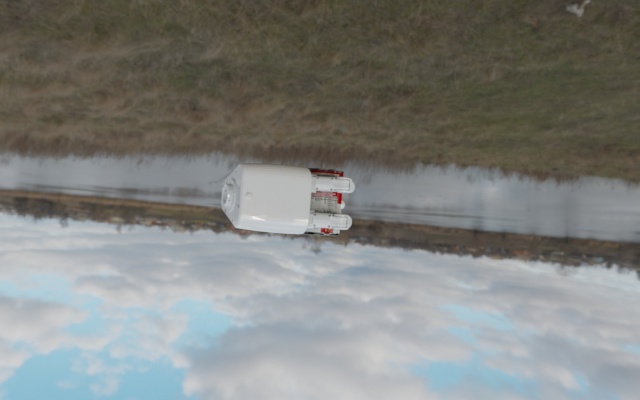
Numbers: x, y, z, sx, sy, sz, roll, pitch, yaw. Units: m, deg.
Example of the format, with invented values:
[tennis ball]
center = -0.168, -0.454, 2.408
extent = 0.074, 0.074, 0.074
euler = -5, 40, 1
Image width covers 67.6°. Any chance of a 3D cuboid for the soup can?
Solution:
[soup can]
center = 0.000, 0.003, 0.753
extent = 0.068, 0.102, 0.068
euler = 4, -1, 0
